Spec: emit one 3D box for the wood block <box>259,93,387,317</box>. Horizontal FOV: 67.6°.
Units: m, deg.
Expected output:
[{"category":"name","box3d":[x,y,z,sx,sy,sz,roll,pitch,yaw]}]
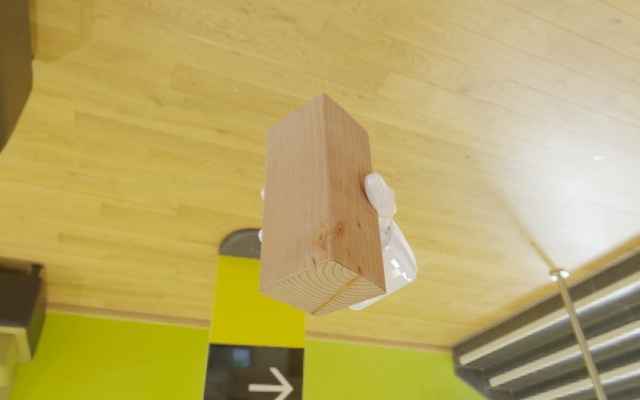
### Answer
[{"category":"wood block","box3d":[0.001,0.002,0.504,0.091,0.206,0.090,-26,-42,30]}]
